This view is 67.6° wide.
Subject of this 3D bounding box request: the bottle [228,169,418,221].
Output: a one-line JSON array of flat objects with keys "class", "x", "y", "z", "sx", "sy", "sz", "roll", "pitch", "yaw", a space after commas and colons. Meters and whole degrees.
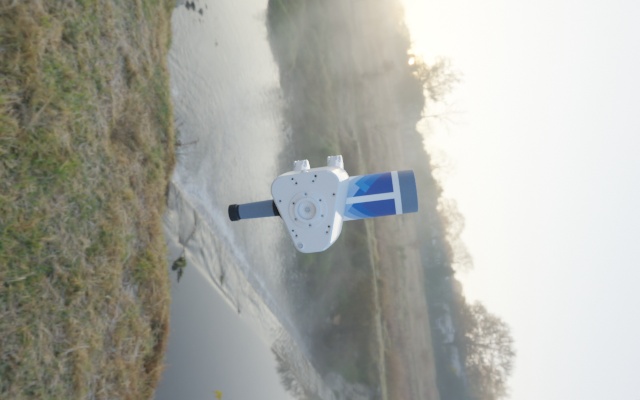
[{"class": "bottle", "x": 0.000, "y": 0.002, "z": 0.748, "sx": 0.296, "sy": 0.069, "sz": 0.069, "roll": -7, "pitch": -1, "yaw": 8}]
